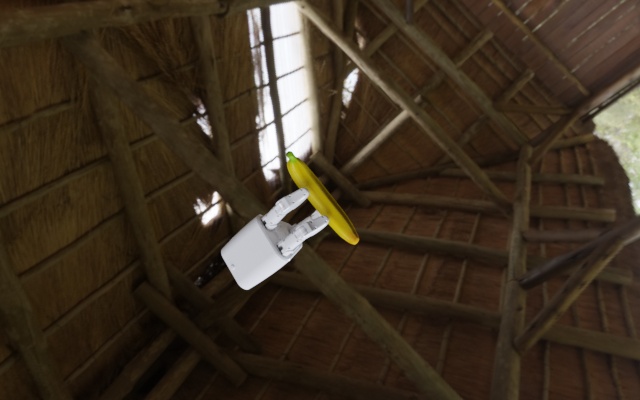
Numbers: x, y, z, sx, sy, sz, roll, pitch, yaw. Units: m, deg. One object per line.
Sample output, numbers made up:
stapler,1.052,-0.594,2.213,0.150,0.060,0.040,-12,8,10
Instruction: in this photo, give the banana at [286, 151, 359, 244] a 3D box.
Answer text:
banana,-0.002,-0.004,0.840,0.037,0.198,0.069,-38,9,8
